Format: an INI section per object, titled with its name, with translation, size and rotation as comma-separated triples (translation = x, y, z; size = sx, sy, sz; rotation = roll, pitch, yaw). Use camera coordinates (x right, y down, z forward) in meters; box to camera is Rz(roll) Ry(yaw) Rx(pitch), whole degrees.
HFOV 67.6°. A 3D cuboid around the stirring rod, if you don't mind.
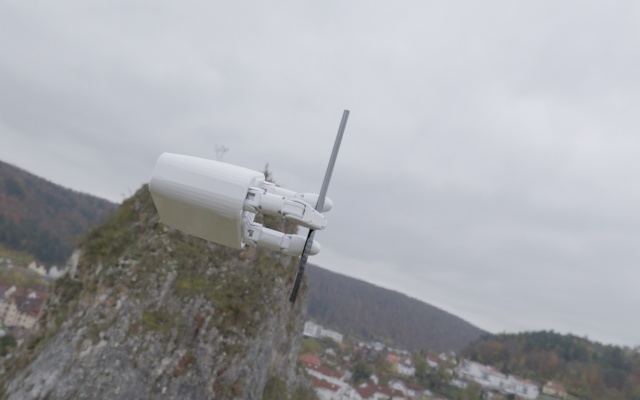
[stirring rod]
translation = 0.000, 0.002, 0.561
size = 0.011, 0.239, 0.011
rotation = 15, -13, 4
